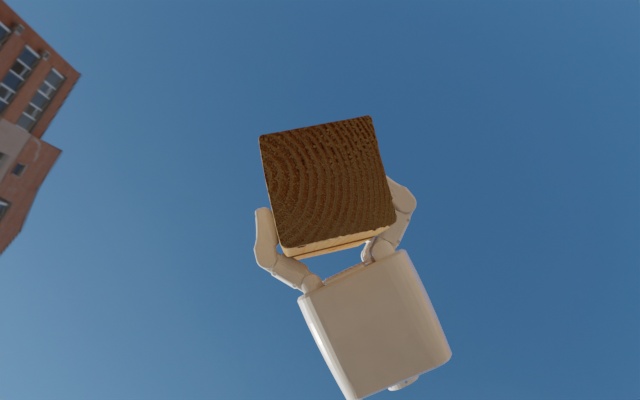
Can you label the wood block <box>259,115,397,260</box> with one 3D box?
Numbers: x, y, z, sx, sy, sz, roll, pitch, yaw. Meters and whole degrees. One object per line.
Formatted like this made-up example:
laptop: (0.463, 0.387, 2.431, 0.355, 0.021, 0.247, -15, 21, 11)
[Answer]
wood block: (0.000, 0.002, 0.456, 0.091, 0.090, 0.206, -12, -9, -5)
